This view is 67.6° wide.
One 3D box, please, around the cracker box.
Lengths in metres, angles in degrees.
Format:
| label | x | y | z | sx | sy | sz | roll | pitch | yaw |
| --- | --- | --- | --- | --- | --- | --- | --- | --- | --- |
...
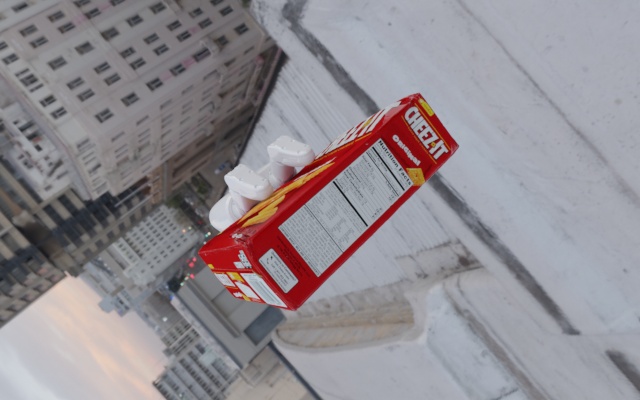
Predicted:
| label | x | y | z | sx | sy | sz | roll | pitch | yaw |
| --- | --- | --- | --- | --- | --- | --- | --- | --- | --- |
| cracker box | 0.000 | 0.002 | 0.451 | 0.213 | 0.072 | 0.164 | -42 | 11 | -24 |
